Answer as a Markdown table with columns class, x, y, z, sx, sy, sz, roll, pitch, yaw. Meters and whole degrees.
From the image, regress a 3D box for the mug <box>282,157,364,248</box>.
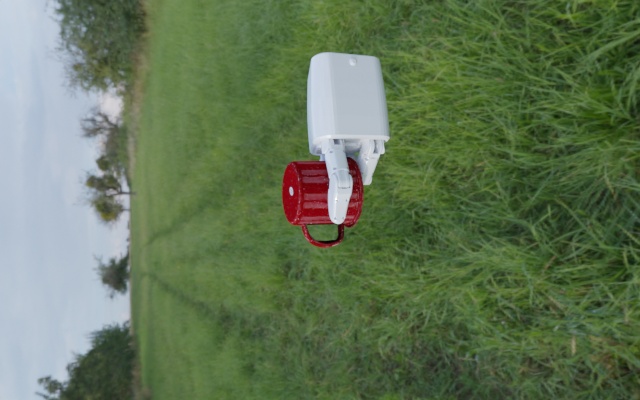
| class | x | y | z | sx | sy | sz | roll | pitch | yaw |
| --- | --- | --- | --- | --- | --- | --- | --- | --- | --- |
| mug | 0.000 | 0.003 | 0.611 | 0.081 | 0.117 | 0.093 | -1 | -8 | -20 |
